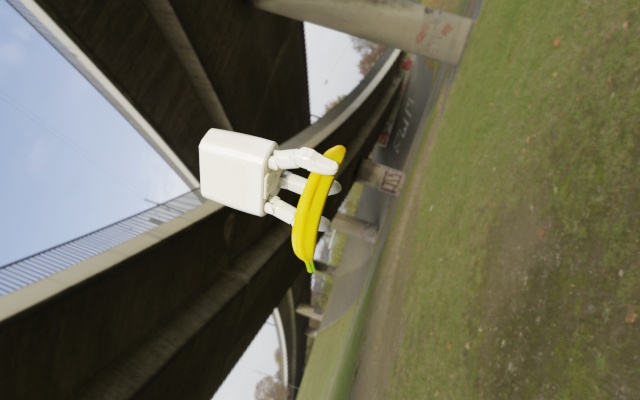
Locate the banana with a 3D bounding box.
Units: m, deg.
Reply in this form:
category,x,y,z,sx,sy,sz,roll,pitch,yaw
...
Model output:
category,x,y,z,sx,sy,sz,roll,pitch,yaw
banana,-0.005,0.000,0.683,0.037,0.197,0.070,12,-14,17
